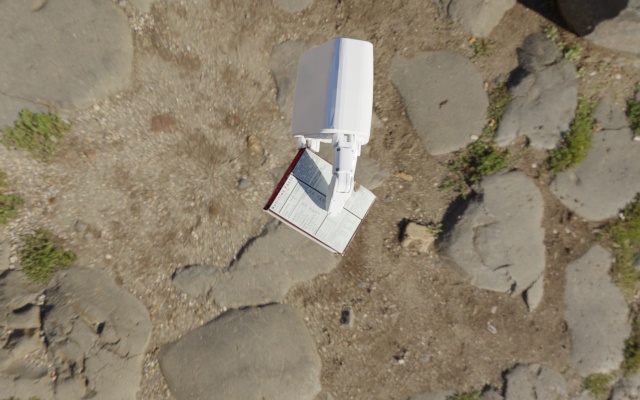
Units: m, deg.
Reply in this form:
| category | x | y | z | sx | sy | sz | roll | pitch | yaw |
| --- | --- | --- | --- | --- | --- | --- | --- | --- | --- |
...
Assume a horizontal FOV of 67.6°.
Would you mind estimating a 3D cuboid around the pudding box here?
| category | x | y | z | sx | sy | sz | roll | pitch | yaw |
| --- | --- | --- | --- | --- | --- | --- | --- | --- | --- |
| pudding box | 0.000 | 0.002 | 0.586 | 0.113 | 0.090 | 0.039 | 33 | -6 | -11 |
